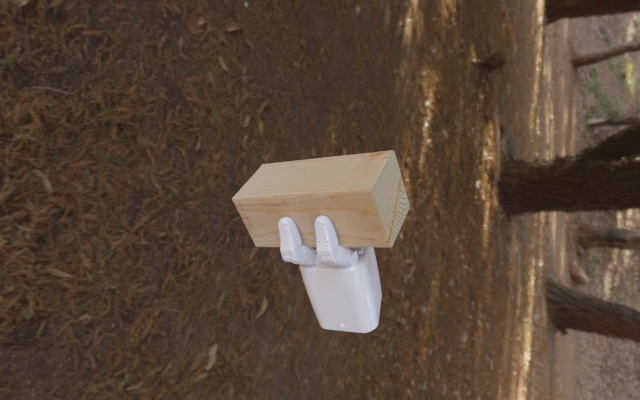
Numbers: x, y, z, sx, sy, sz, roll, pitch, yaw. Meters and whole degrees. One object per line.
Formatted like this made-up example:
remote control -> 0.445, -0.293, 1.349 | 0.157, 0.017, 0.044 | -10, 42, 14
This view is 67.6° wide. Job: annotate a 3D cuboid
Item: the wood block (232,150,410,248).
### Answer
wood block -> 0.000, 0.002, 0.637 | 0.206, 0.090, 0.090 | -3, 34, 31
